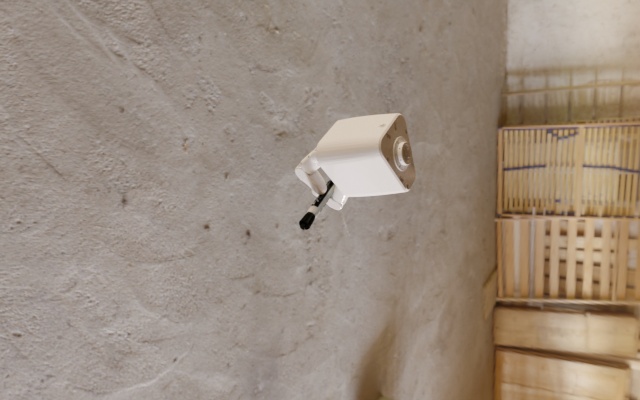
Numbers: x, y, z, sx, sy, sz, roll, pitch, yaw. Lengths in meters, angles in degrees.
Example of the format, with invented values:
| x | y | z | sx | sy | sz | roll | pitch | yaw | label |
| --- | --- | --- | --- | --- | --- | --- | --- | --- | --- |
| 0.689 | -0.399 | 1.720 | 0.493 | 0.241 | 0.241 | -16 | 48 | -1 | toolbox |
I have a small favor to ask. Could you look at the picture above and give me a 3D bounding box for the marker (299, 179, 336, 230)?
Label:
| x | y | z | sx | sy | sz | roll | pitch | yaw | label |
| --- | --- | --- | --- | --- | --- | --- | --- | --- | --- |
| 0.000 | 0.002 | 0.751 | 0.020 | 0.020 | 0.121 | 0 | 39 | 36 | marker |
